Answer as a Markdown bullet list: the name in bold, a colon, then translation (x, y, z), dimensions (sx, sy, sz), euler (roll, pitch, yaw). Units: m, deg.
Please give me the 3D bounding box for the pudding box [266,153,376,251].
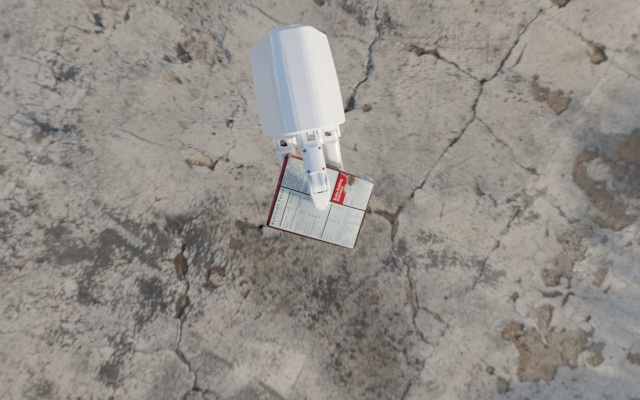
- **pudding box**: translation (0.000, 0.002, 0.574), dimensions (0.113, 0.090, 0.039), euler (17, 8, -6)
